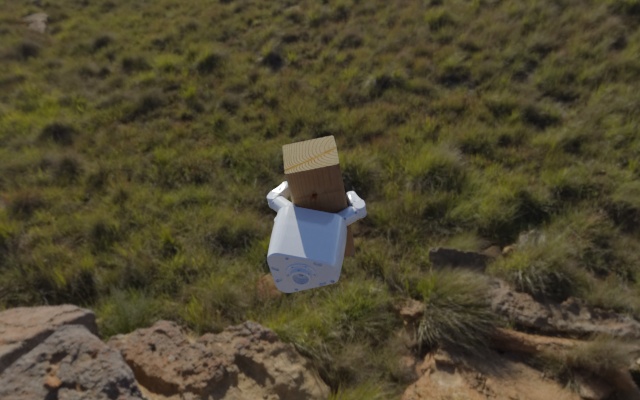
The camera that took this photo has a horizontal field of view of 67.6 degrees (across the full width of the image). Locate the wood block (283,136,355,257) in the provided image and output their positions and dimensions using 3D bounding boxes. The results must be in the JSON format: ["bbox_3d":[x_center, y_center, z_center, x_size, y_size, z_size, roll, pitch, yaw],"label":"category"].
[{"bbox_3d":[0.000,0.003,0.842,0.091,0.206,0.090,-11,39,1],"label":"wood block"}]
